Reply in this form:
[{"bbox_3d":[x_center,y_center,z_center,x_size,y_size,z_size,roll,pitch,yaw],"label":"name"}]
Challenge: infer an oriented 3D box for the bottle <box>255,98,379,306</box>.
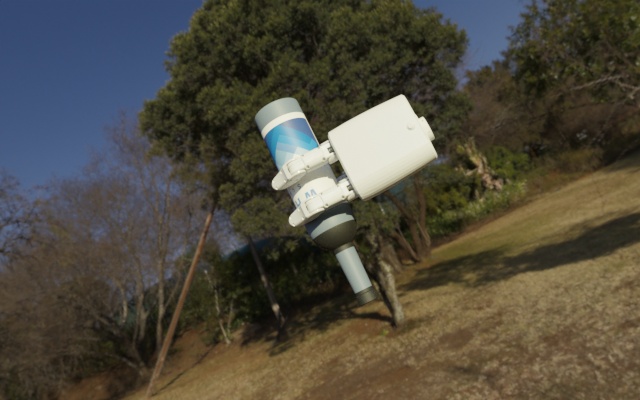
[{"bbox_3d":[0.000,0.002,0.647,0.069,0.295,0.069,-25,-12,-6],"label":"bottle"}]
